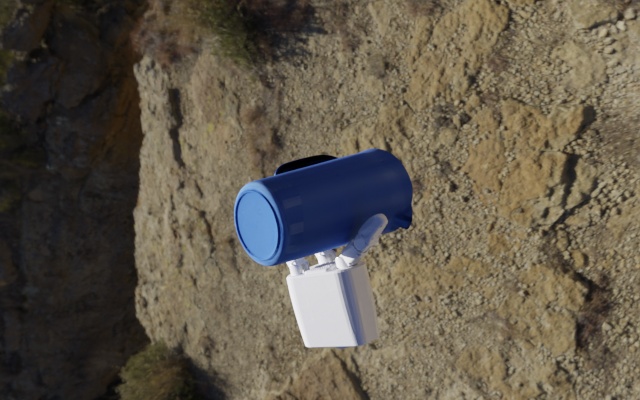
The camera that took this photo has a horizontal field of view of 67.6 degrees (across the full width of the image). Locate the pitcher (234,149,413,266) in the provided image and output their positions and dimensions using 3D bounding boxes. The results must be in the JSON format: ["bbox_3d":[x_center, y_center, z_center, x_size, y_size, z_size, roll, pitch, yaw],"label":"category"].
[{"bbox_3d":[0.000,0.002,0.668,0.243,0.145,0.149,-15,1,-42],"label":"pitcher"}]
